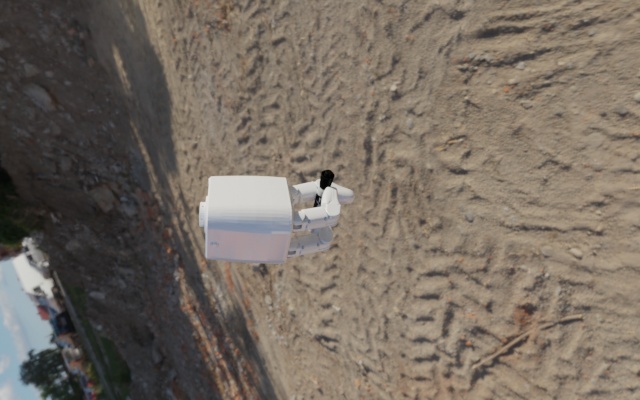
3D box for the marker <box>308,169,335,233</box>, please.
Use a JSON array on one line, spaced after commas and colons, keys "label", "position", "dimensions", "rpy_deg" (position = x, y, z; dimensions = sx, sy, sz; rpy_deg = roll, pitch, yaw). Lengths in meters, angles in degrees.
[{"label": "marker", "position": [0.000, 0.002, 0.682], "dimensions": [0.020, 0.020, 0.121], "rpy_deg": [0, -43, -14]}]
